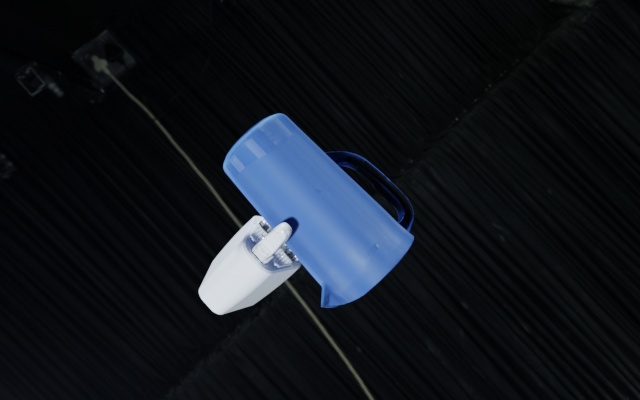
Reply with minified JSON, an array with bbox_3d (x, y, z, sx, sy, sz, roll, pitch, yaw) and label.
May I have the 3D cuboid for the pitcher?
[{"bbox_3d":[0.000,0.002,0.619,0.145,0.243,0.149,-43,-1,22],"label":"pitcher"}]
